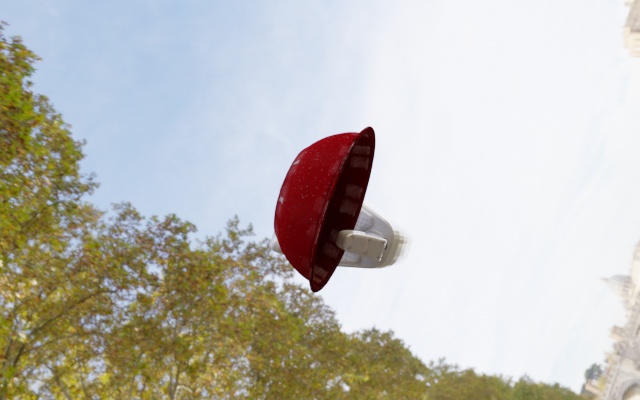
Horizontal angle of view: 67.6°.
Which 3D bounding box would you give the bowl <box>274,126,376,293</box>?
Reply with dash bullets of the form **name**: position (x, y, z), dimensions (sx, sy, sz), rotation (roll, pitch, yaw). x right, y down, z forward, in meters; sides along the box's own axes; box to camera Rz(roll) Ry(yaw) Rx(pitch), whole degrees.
- **bowl**: position (-0.001, 0.001, 0.449), dimensions (0.055, 0.162, 0.162), rotation (19, 4, 13)
